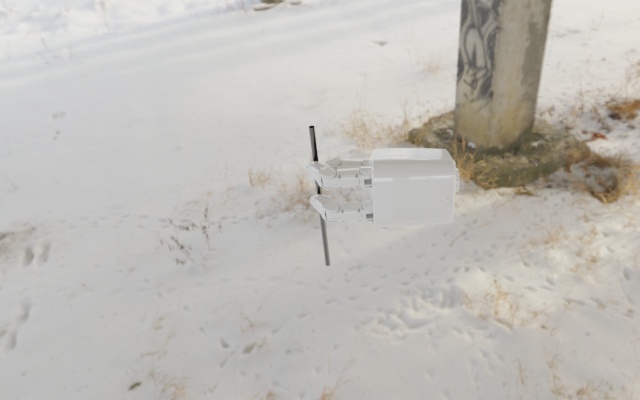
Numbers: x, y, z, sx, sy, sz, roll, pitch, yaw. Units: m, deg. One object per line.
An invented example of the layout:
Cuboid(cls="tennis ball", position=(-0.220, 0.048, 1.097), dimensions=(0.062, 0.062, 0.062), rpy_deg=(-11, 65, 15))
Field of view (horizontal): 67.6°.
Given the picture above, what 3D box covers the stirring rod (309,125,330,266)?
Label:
Cuboid(cls="stirring rod", position=(0.000, 0.002, 0.698), dimensions=(0.011, 0.240, 0.011), rpy_deg=(-5, 33, 3))
